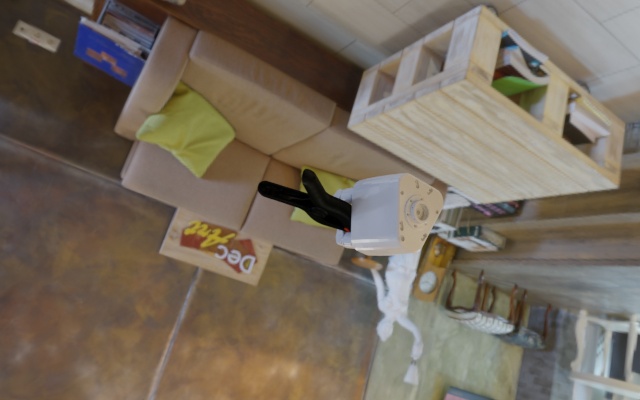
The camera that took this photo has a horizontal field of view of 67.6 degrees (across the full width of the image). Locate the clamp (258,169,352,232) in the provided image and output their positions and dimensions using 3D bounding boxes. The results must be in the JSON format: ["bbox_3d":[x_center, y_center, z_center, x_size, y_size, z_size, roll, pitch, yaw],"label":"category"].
[{"bbox_3d":[0.000,0.003,0.732,0.171,0.039,0.120,25,-19,-28],"label":"clamp"}]
